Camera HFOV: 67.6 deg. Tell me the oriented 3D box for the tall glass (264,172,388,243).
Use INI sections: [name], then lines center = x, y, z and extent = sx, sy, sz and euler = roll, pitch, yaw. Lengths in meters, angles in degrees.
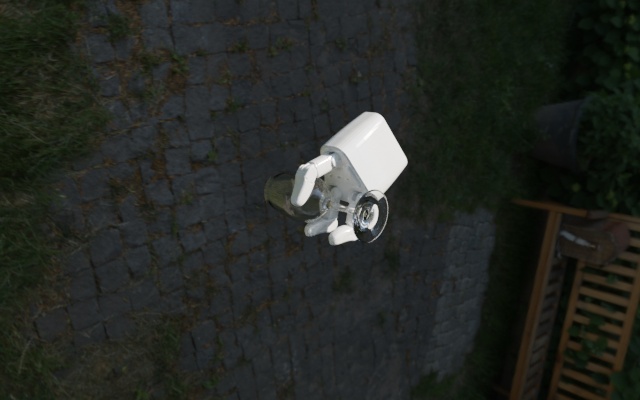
[tall glass]
center = 0.000, 0.003, 0.717
extent = 0.079, 0.079, 0.201
euler = 0, 11, -45
